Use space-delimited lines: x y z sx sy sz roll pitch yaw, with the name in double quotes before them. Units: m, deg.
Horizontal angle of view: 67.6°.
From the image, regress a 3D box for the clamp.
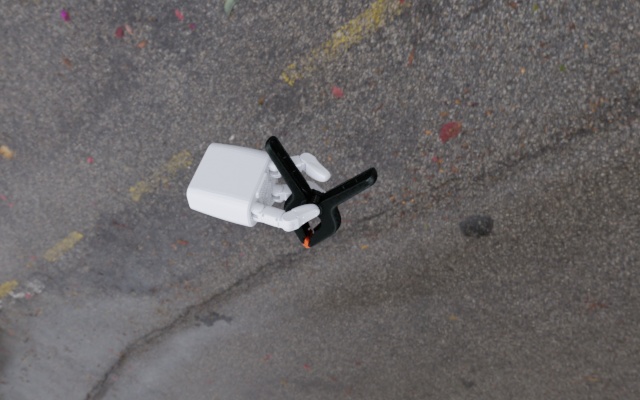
"clamp" 0.000 0.003 0.728 0.164 0.210 0.036 15 48 14
